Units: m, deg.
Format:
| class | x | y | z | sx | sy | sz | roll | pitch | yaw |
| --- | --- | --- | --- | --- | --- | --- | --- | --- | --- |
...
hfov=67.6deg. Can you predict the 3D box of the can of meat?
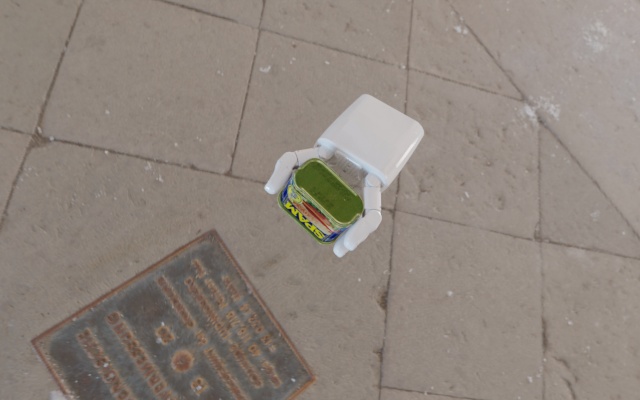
| class | x | y | z | sx | sy | sz | roll | pitch | yaw |
| --- | --- | --- | --- | --- | --- | --- | --- | --- | --- |
| can of meat | 0.000 | 0.002 | 0.621 | 0.057 | 0.102 | 0.084 | -47 | -1 | -25 |
